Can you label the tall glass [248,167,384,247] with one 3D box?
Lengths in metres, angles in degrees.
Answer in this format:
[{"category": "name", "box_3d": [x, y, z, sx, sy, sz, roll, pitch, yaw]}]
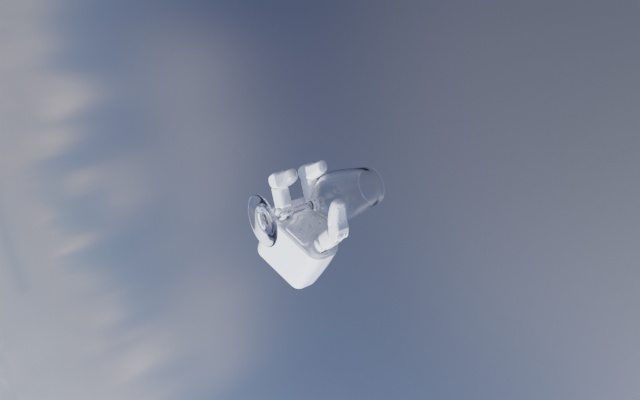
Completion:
[{"category": "tall glass", "box_3d": [0.000, 0.002, 0.696, 0.201, 0.079, 0.079, -18, 10, -33]}]
